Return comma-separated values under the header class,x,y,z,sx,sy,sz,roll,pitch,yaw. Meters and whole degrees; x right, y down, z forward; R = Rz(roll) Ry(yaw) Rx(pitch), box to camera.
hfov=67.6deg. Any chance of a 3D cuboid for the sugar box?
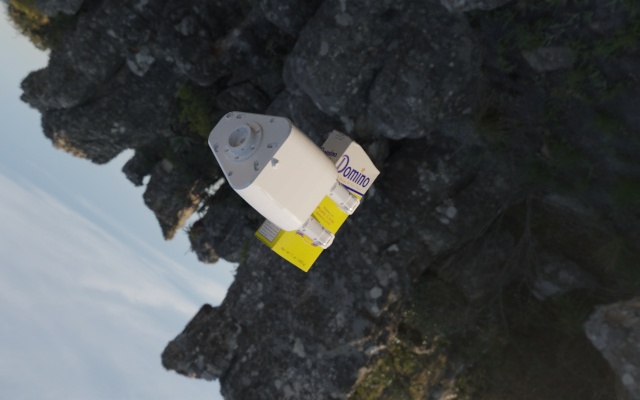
class,x,y,z,sx,sy,sz,roll,pitch,yaw
sugar box,0.000,0.002,0.644,0.048,0.176,0.093,35,-4,39
